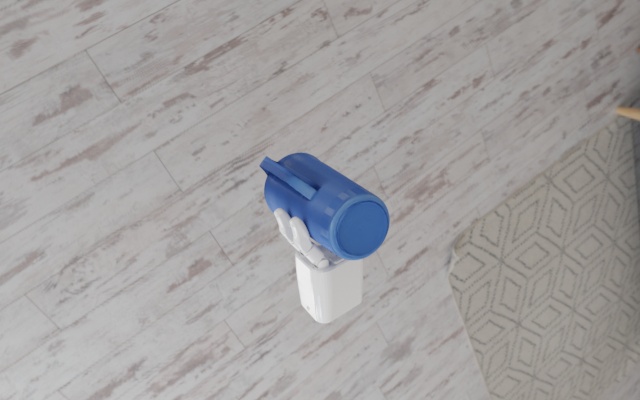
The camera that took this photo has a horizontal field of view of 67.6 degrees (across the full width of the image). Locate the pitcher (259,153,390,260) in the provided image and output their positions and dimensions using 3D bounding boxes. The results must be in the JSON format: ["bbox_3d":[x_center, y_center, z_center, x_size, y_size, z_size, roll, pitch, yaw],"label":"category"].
[{"bbox_3d":[0.000,0.003,0.807,0.149,0.145,0.242,-13,23,-25],"label":"pitcher"}]
